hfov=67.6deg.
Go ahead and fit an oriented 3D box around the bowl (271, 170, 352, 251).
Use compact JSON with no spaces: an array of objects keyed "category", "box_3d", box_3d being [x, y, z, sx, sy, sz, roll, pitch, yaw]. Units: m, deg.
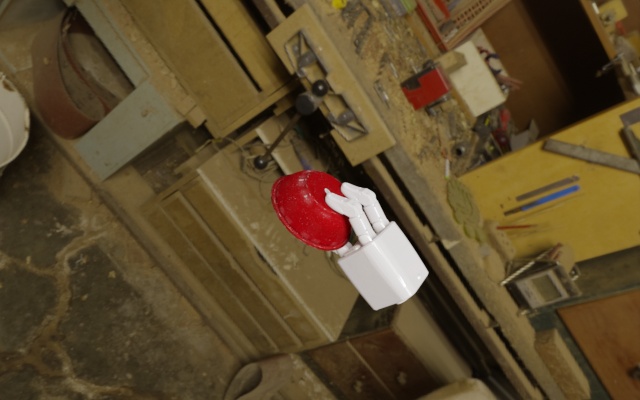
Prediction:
[{"category":"bowl","box_3d":[-0.001,0.002,0.798,0.162,0.162,0.055,0,-38,-43]}]
